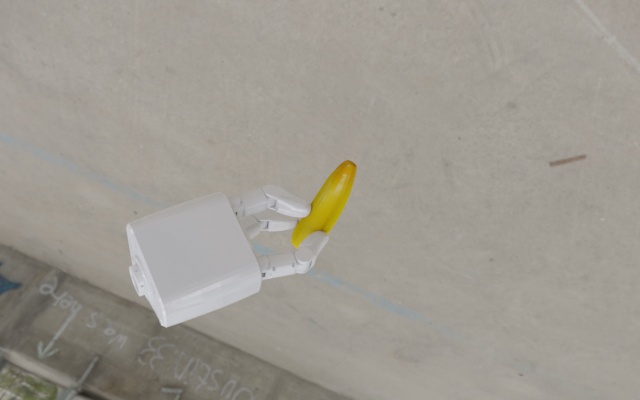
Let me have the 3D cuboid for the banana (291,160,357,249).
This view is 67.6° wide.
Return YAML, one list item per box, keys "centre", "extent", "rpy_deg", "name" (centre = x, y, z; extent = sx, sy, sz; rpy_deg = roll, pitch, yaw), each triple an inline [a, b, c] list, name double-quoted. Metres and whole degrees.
- centre: [-0.004, 0.020, 0.596]
  extent: [0.037, 0.069, 0.198]
  rpy_deg: [18, -27, -11]
  name: "banana"
